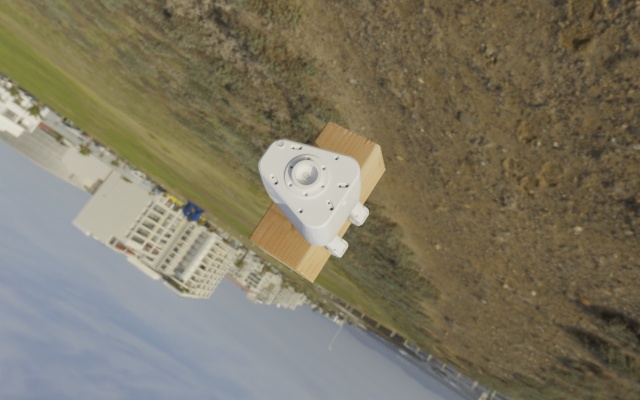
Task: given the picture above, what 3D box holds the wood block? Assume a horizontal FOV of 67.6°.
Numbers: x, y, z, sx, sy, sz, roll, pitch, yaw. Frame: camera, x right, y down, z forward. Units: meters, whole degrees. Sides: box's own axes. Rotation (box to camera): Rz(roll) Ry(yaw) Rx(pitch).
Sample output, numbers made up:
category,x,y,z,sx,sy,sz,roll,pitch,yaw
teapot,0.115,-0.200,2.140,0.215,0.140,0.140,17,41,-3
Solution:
category,x,y,z,sx,sy,sz,roll,pitch,yaw
wood block,0.000,0.002,0.696,0.091,0.206,0.090,30,-11,22
